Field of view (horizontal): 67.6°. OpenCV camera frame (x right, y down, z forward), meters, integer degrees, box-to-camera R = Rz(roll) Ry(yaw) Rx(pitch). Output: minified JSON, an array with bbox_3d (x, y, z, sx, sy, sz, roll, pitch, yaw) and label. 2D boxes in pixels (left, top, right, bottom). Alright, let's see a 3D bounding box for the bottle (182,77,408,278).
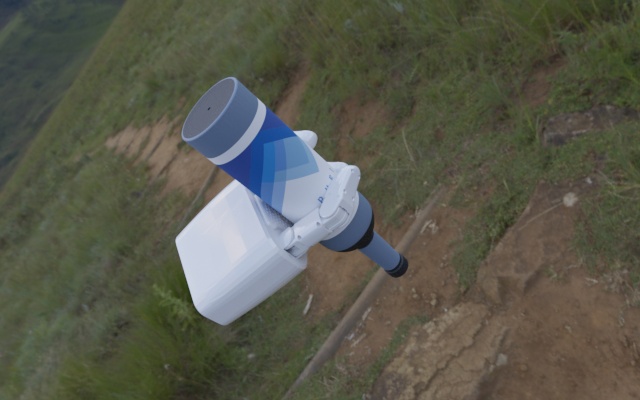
[{"bbox_3d":[0.000,0.001,0.476,0.069,0.069,0.296,0,-32,47],"label":"bottle"}]
